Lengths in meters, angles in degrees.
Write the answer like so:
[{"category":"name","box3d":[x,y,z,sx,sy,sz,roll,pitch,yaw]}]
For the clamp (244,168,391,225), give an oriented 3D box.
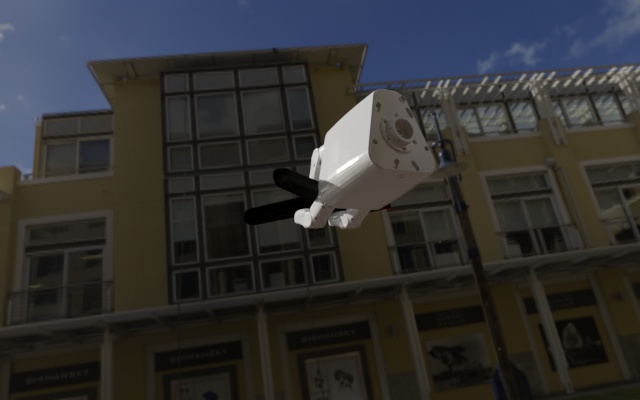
[{"category":"clamp","box3d":[0.001,0.001,0.676,0.210,0.036,0.164,3,-21,-29]}]
